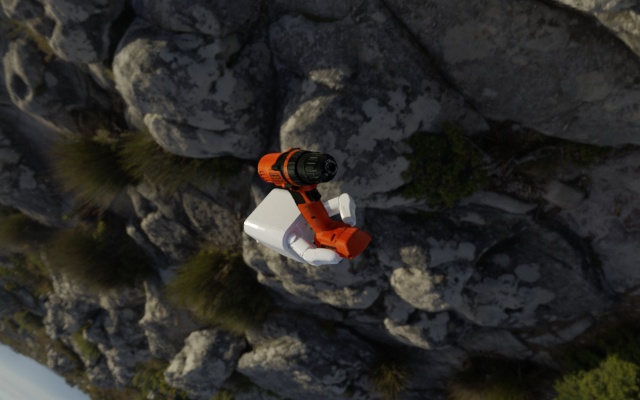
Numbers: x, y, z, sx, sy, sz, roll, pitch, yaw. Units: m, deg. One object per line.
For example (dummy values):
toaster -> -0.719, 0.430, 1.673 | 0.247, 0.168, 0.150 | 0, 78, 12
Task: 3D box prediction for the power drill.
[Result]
power drill -> 0.000, 0.003, 0.726 | 0.057, 0.188, 0.184 | -43, 25, -22
